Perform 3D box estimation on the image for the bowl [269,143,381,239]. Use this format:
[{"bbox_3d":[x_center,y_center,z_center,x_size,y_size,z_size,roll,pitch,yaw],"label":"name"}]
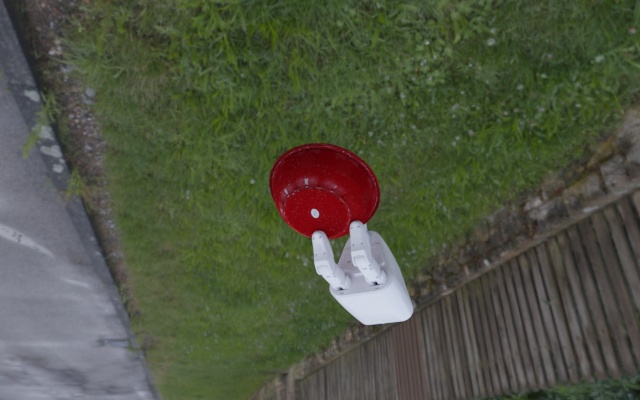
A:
[{"bbox_3d":[-0.001,0.002,0.662,0.162,0.162,0.055,0,38,14],"label":"bowl"}]
